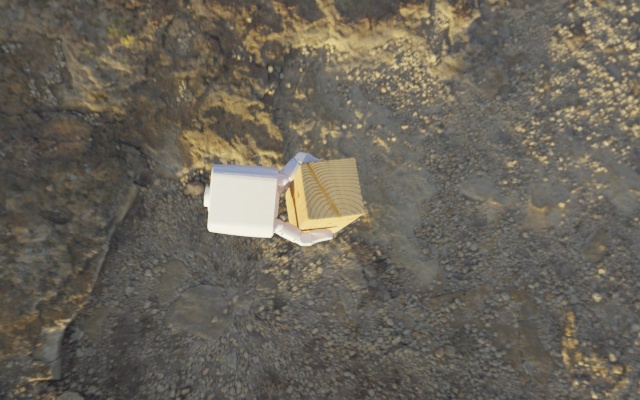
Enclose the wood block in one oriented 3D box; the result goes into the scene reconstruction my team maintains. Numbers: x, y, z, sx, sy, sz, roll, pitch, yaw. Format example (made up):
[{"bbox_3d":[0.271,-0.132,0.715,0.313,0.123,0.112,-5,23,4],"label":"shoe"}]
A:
[{"bbox_3d":[0.000,0.003,0.812,0.090,0.091,0.206,-7,-10,-11],"label":"wood block"}]
